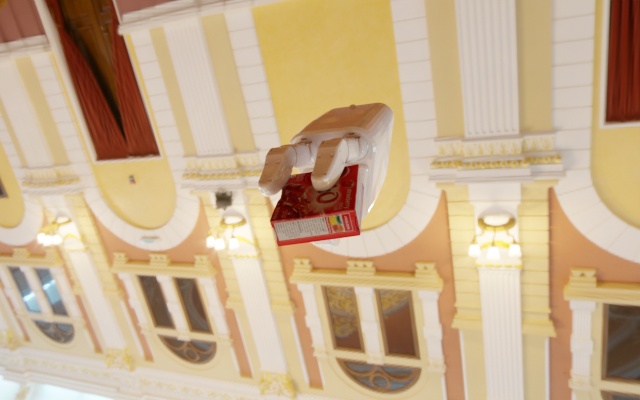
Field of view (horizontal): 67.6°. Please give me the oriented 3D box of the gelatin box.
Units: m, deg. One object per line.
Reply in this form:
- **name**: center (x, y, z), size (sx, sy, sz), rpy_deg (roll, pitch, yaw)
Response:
- **gelatin box**: center (0.000, 0.002, 0.430), size (0.073, 0.030, 0.089), rpy_deg (-8, 28, 12)
